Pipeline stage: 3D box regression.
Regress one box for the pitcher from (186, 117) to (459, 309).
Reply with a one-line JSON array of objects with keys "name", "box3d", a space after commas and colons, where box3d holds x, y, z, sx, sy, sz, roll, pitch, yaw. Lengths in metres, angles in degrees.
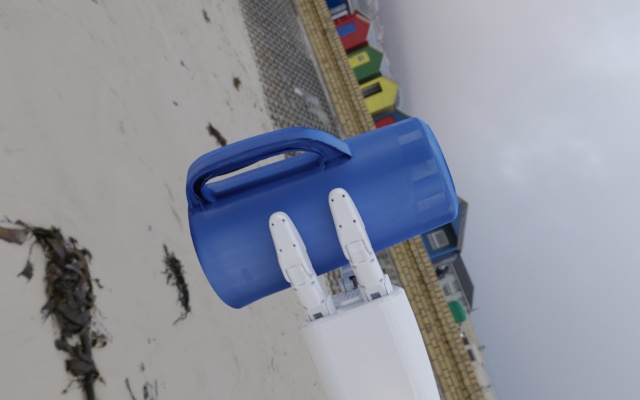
[{"name": "pitcher", "box3d": [0.000, 0.002, 0.469, 0.243, 0.145, 0.149, -21, -4, 8]}]
